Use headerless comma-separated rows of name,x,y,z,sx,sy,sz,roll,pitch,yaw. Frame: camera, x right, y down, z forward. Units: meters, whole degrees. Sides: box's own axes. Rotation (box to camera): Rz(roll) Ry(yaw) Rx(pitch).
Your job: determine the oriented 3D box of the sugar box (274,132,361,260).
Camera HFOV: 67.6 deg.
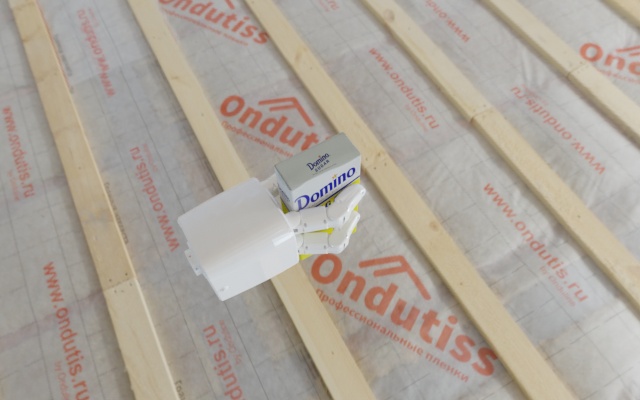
sugar box,0.000,0.002,0.595,0.093,0.048,0.176,-28,-27,-14
